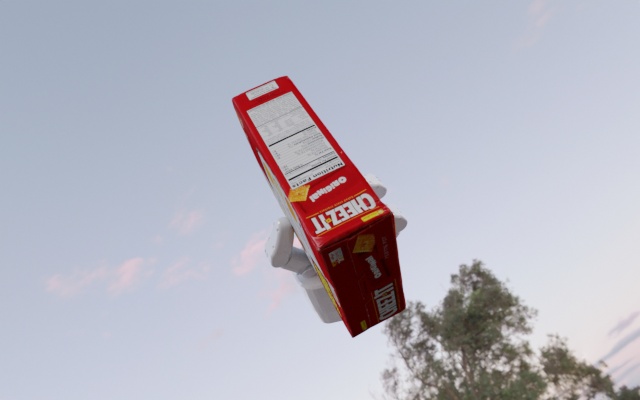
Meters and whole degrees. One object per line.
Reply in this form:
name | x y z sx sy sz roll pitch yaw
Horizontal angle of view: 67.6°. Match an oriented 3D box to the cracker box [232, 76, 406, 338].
cracker box | 0.000 0.002 0.472 0.072 0.213 0.164 -27 -40 -7
